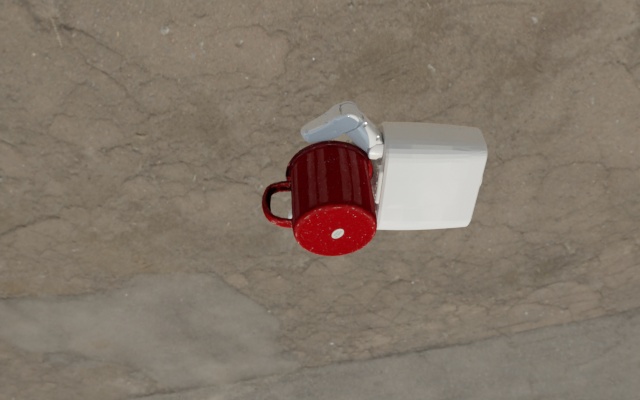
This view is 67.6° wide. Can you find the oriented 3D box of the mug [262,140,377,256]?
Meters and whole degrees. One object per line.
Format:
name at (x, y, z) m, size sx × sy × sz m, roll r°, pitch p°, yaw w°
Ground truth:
mug at (-0.001, 0.002, 0.477) m, size 0.117 × 0.081 × 0.093 m, roll -1°, pitch -42°, yaw -4°
